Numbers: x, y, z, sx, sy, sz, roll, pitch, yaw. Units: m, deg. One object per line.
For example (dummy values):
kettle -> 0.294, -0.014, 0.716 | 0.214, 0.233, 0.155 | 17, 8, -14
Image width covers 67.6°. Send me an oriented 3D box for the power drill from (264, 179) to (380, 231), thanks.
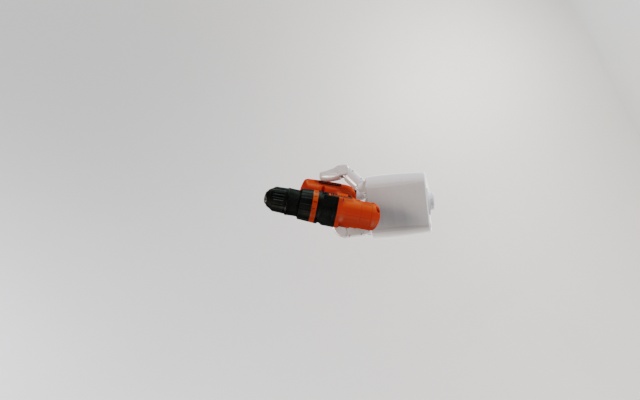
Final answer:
power drill -> 0.000, 0.003, 0.819 | 0.184, 0.057, 0.187 | 12, 9, -4
